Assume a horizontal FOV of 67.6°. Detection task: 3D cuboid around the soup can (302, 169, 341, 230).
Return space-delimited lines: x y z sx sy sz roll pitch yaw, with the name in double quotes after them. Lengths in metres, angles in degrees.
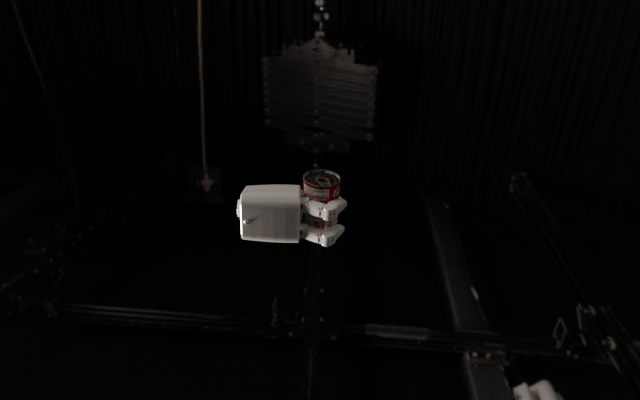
0.001 0.003 0.882 0.068 0.102 0.068 2 29 -1 "soup can"
